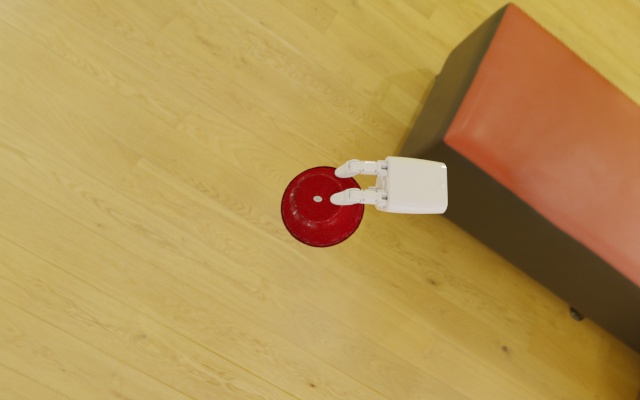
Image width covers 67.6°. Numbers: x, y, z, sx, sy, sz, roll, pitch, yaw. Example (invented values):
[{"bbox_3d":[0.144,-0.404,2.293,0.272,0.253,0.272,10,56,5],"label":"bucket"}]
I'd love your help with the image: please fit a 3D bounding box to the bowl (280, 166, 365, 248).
[{"bbox_3d":[-0.001,0.003,0.881,0.162,0.162,0.055,0,-17,8],"label":"bowl"}]
